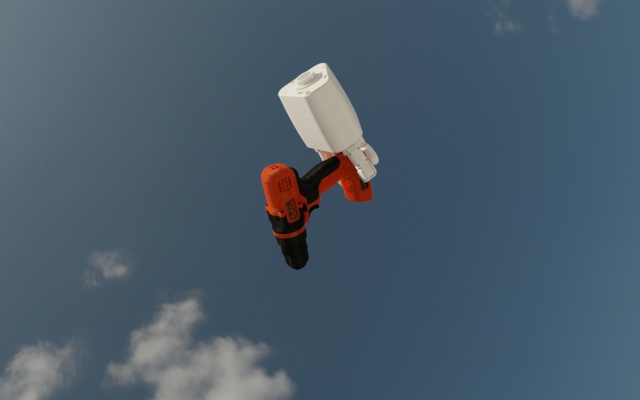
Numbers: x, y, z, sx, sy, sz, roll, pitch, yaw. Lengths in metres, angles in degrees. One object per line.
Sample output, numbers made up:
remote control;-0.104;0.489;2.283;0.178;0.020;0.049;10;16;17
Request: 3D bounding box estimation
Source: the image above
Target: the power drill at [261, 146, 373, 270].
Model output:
power drill;0.000;0.002;0.783;0.187;0.184;0.057;-29;33;-30
